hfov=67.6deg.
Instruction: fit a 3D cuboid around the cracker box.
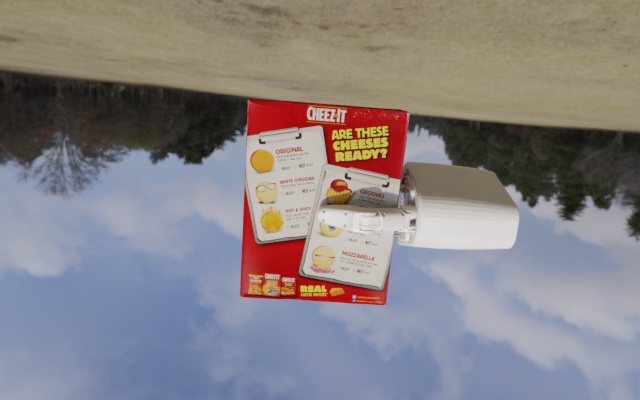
[{"bbox_3d":[0.000,0.002,0.527,0.164,0.214,0.072,4,13,-3],"label":"cracker box"}]
